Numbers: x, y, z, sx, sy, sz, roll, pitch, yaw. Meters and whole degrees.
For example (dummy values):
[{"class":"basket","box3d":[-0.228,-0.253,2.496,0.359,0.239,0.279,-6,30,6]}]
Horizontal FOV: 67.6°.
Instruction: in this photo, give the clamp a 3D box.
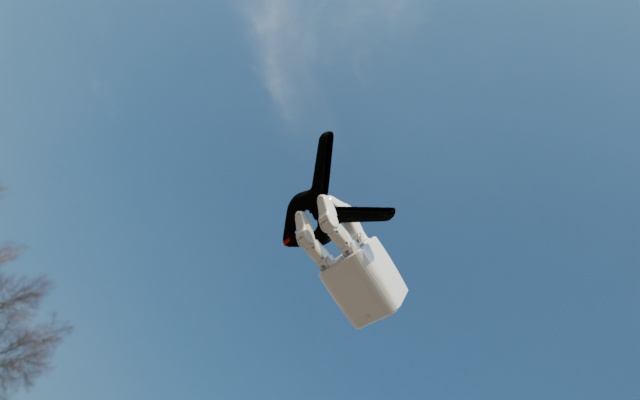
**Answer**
[{"class":"clamp","box3d":[0.000,0.003,0.766,0.210,0.164,0.036,-36,-7,36]}]
